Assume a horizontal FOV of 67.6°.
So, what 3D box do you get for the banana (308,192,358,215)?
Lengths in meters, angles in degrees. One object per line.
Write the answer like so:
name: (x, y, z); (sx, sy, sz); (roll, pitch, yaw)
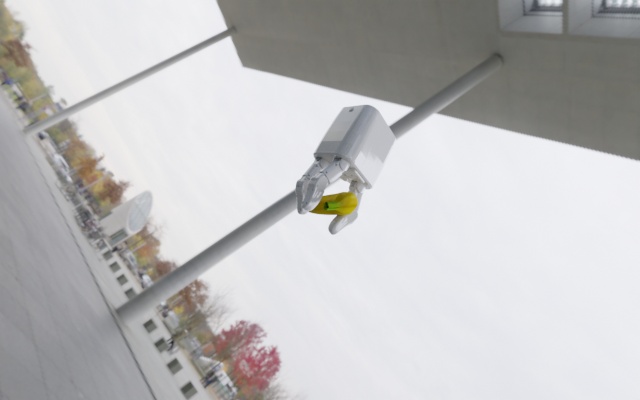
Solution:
banana: (0.019, 0.005, 0.799); (0.069, 0.037, 0.198); (7, -5, -12)
